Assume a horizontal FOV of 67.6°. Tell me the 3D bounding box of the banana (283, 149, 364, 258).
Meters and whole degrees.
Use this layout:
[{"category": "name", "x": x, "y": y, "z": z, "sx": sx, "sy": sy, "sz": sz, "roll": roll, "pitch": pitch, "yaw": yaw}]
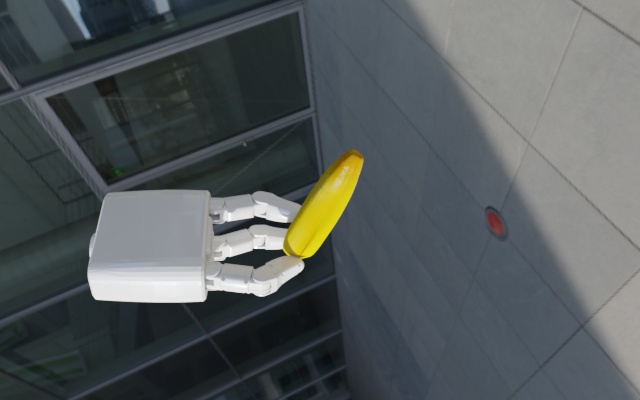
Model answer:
[{"category": "banana", "x": -0.007, "y": 0.018, "z": 0.485, "sx": 0.037, "sy": 0.069, "sz": 0.198, "roll": 24, "pitch": -27, "yaw": -4}]
